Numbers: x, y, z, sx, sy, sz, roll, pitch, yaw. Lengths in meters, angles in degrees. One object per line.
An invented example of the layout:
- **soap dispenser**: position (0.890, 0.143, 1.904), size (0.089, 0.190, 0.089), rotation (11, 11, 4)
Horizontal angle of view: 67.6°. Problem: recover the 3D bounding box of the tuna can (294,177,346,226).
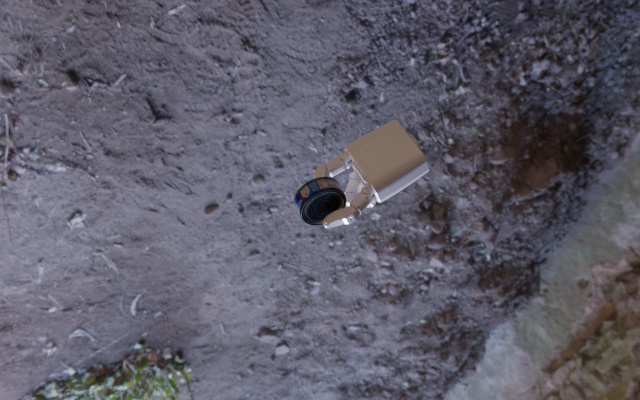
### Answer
- **tuna can**: position (0.000, 0.003, 0.810), size (0.086, 0.086, 0.033), rotation (0, 42, -29)
